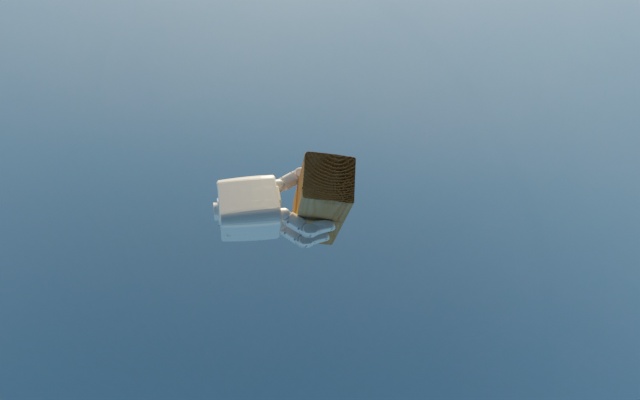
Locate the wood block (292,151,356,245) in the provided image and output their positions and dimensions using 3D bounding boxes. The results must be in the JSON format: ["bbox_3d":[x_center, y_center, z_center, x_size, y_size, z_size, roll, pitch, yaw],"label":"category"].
[{"bbox_3d":[0.000,0.003,0.886,0.090,0.090,0.206,6,-25,-7],"label":"wood block"}]
